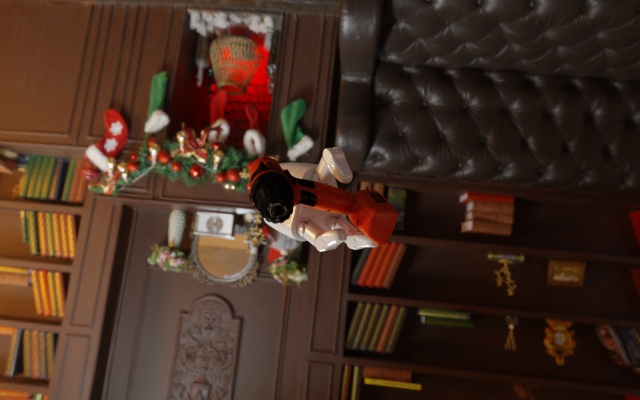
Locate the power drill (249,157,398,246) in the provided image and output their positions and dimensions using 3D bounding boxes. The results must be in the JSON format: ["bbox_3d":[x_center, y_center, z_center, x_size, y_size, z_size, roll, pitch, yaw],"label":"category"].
[{"bbox_3d":[0.000,0.002,0.613,0.188,0.057,0.184,18,15,-16],"label":"power drill"}]
